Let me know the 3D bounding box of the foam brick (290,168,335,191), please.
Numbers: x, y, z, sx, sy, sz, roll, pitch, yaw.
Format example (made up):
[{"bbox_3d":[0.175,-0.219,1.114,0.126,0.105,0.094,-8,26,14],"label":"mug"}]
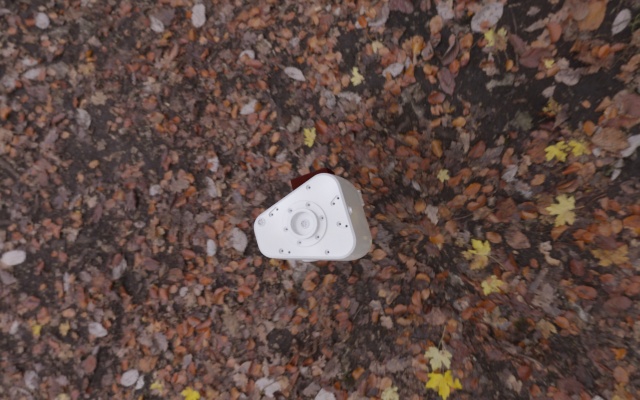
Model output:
[{"bbox_3d":[0.000,0.002,0.632,0.053,0.078,0.051,-18,-8,12],"label":"foam brick"}]
